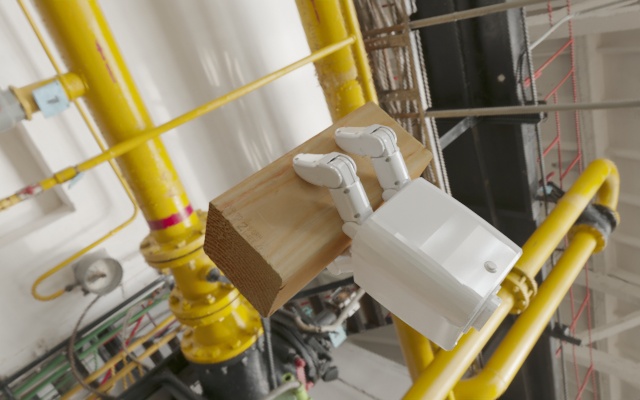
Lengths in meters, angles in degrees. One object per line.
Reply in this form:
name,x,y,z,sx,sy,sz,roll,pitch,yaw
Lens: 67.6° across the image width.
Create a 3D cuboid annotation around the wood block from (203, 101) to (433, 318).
wood block,0.000,0.002,0.454,0.206,0.090,0.091,-36,-17,-33
